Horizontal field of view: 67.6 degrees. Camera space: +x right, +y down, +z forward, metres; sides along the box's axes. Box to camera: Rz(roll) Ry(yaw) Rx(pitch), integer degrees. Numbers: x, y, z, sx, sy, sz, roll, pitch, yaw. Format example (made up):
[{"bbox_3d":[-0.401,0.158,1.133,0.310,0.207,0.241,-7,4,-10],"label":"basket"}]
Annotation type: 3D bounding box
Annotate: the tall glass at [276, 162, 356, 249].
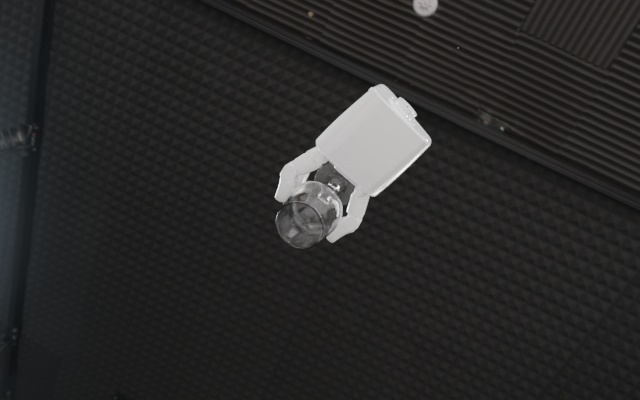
[{"bbox_3d":[0.000,0.002,0.672,0.079,0.079,0.201,0,17,16],"label":"tall glass"}]
